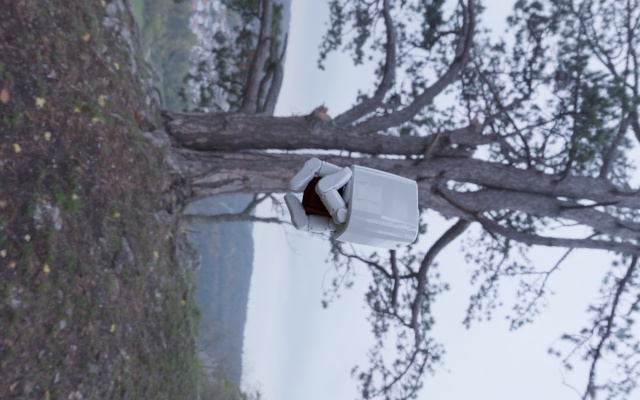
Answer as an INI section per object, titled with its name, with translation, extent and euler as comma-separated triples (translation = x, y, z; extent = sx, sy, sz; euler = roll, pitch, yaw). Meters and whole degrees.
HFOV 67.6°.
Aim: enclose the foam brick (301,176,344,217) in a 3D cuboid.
[foam brick]
translation = 0.000, 0.002, 0.749
extent = 0.051, 0.053, 0.078
euler = 12, -18, -8
